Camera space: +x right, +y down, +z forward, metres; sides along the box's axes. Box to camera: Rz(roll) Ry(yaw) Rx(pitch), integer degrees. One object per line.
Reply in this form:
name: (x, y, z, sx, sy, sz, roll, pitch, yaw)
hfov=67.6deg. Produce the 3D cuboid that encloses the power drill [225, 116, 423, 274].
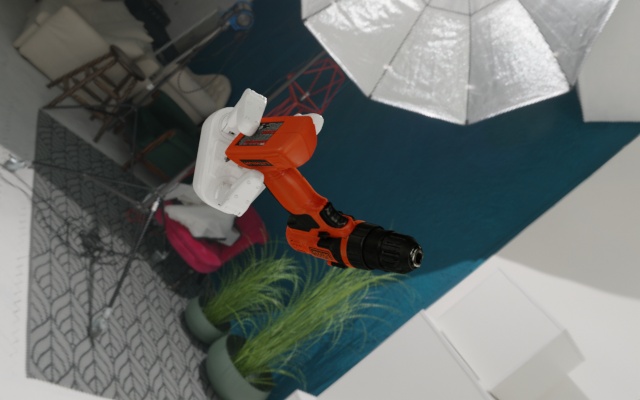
power drill: (0.000, 0.001, 0.493, 0.184, 0.057, 0.188, 6, -41, 44)
